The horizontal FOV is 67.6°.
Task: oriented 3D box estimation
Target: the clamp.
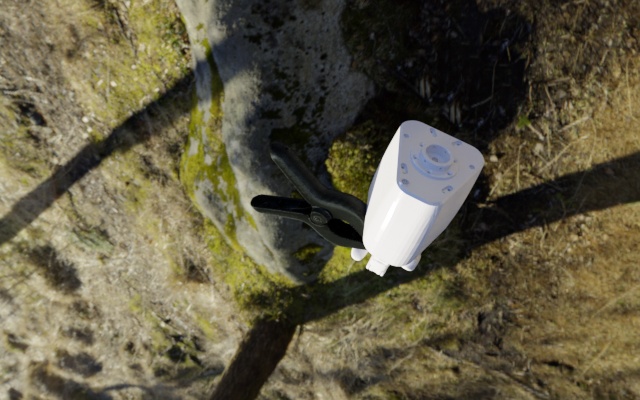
[{"bbox_3d":[0.000,0.002,0.554,0.171,0.039,0.120,22,-34,5],"label":"clamp"}]
